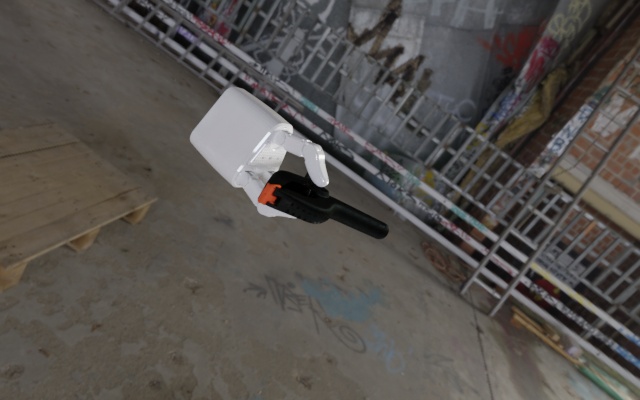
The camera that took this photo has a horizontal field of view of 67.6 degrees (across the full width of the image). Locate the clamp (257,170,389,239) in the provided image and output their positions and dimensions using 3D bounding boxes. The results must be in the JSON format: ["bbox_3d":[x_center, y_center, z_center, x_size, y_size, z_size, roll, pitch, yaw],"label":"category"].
[{"bbox_3d":[0.000,0.001,0.641,0.164,0.036,0.210,40,19,21],"label":"clamp"}]
